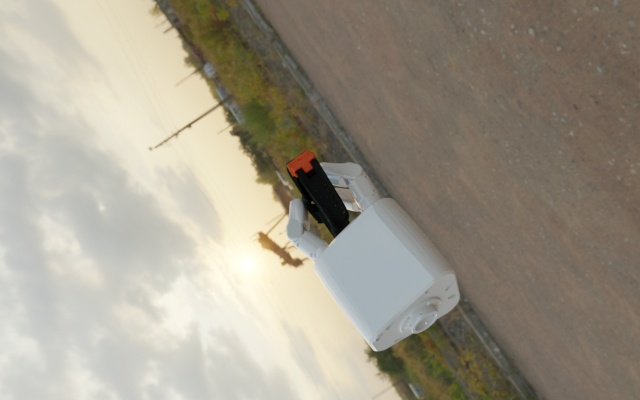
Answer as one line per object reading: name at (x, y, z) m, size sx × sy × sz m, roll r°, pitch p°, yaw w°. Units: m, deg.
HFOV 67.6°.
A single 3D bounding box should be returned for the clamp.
clamp at (-0.001, 0.002, 0.565) m, size 0.164 × 0.036 × 0.210 m, roll 48°, pitch -7°, yaw 37°
